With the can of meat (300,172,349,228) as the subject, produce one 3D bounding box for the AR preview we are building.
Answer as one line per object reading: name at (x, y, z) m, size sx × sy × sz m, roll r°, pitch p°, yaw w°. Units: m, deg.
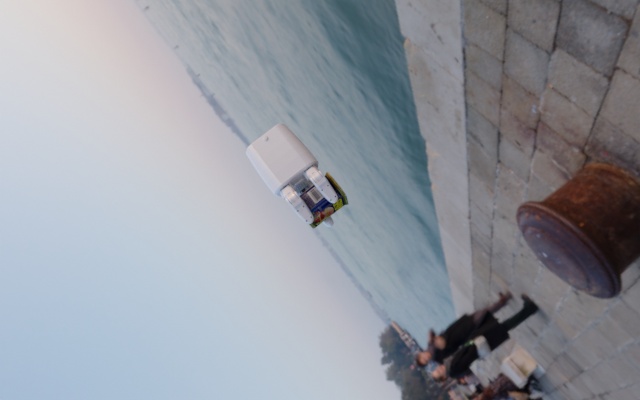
can of meat at (0.000, 0.003, 0.879) m, size 0.084 × 0.057 × 0.102 m, roll -38°, pitch -14°, yaw -3°
